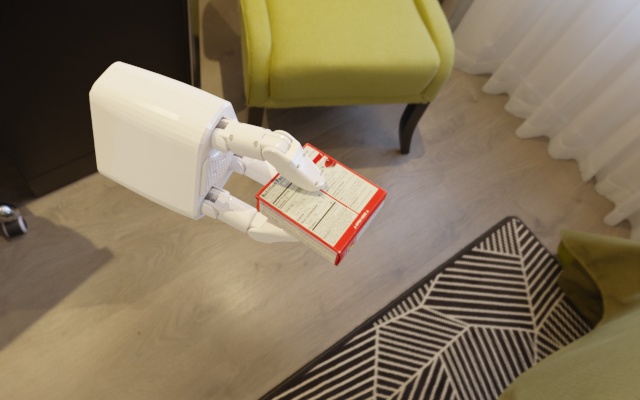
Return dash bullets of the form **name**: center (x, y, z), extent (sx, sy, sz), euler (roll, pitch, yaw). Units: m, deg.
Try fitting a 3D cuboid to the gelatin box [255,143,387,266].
- **gelatin box**: center (0.000, 0.001, 0.412), extent (0.089, 0.073, 0.030), euler (33, -28, 15)
